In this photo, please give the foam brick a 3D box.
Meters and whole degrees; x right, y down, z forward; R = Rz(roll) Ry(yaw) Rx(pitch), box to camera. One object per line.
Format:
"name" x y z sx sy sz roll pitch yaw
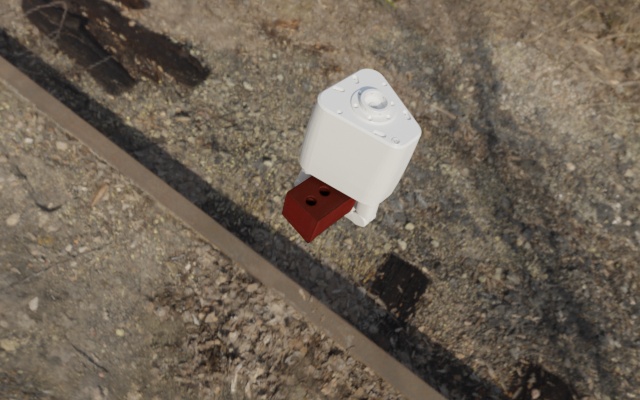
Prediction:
"foam brick" 0.000 0.002 0.576 0.078 0.053 0.051 -36 -18 -29
